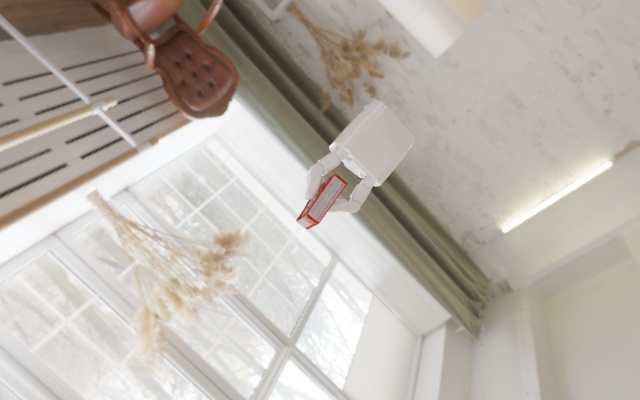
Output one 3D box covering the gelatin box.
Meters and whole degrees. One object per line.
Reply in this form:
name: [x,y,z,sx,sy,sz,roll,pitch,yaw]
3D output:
gelatin box: [0.000,0.003,0.804,0.030,0.089,0.073,37,-19,-7]
